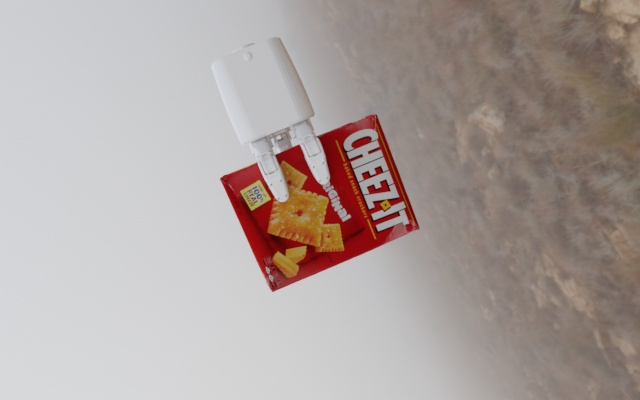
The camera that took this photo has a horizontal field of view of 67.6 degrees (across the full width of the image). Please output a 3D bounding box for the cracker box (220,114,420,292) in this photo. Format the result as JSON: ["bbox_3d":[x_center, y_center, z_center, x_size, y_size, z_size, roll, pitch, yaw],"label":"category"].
[{"bbox_3d":[0.000,0.002,0.628,0.213,0.164,0.072,-23,9,-3],"label":"cracker box"}]
